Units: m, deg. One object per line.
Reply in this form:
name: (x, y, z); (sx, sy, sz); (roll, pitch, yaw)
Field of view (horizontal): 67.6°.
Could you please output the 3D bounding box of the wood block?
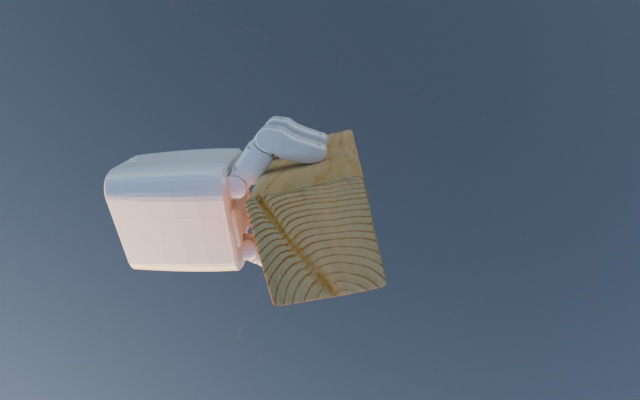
wood block: (0.000, 0.002, 0.446); (0.090, 0.091, 0.206); (-12, 17, 5)
